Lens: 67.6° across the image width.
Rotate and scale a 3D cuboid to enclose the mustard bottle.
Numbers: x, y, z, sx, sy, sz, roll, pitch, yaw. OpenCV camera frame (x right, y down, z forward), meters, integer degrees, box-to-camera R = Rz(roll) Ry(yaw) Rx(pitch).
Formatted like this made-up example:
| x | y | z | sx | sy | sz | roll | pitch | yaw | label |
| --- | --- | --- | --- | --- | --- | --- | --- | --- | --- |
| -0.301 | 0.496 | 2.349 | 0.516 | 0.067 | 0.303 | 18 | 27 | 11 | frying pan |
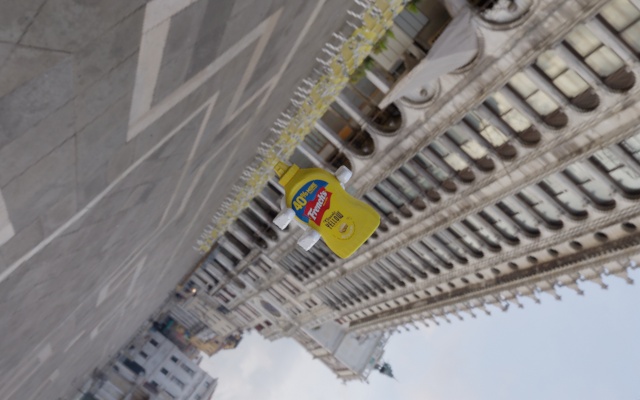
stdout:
| x | y | z | sx | sy | sz | roll | pitch | yaw | label |
| --- | --- | --- | --- | --- | --- | --- | --- | --- | --- |
| 0.000 | 0.003 | 0.794 | 0.191 | 0.096 | 0.058 | 41 | 20 | -5 | mustard bottle |
